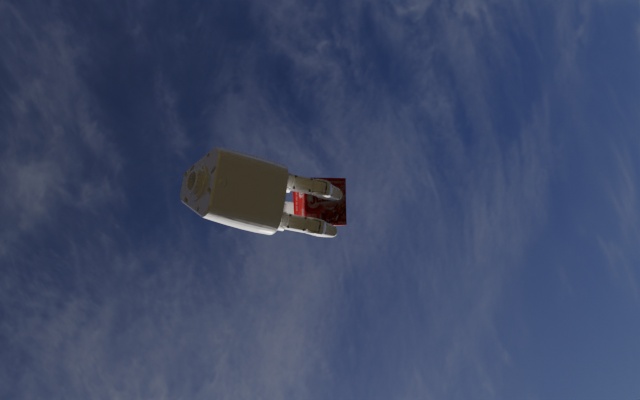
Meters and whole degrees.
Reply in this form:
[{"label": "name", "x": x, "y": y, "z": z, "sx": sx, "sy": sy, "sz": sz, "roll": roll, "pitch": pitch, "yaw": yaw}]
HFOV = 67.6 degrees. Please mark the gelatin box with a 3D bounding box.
[{"label": "gelatin box", "x": 0.000, "y": 0.002, "z": 0.716, "sx": 0.089, "sy": 0.073, "sz": 0.030, "roll": 0, "pitch": -2, "yaw": -44}]
